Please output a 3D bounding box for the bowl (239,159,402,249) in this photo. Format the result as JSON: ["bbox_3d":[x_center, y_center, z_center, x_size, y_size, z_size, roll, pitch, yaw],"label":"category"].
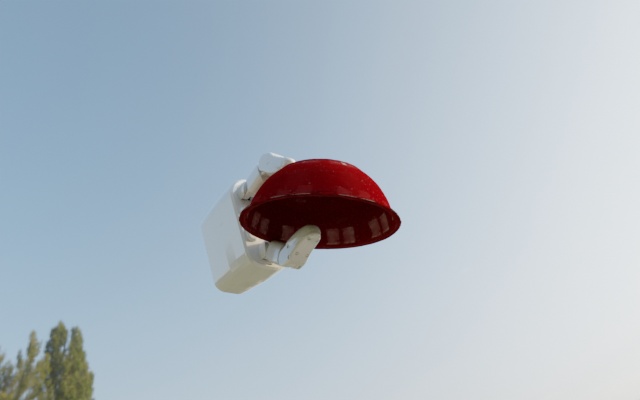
[{"bbox_3d":[0.001,0.001,0.489,0.162,0.055,0.162,2,-22,1],"label":"bowl"}]
